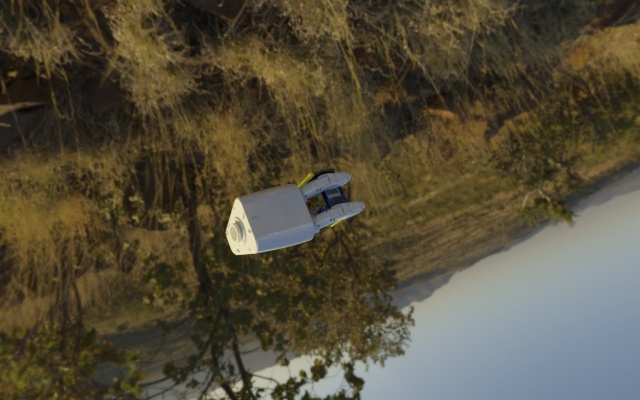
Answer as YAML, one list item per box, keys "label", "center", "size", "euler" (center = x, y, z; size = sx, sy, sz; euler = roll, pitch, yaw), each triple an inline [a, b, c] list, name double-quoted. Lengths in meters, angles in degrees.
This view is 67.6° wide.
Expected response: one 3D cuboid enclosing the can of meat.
- label: "can of meat"
  center: [0.000, 0.003, 0.836]
  size: [0.057, 0.084, 0.102]
  euler: [-12, -18, -36]
